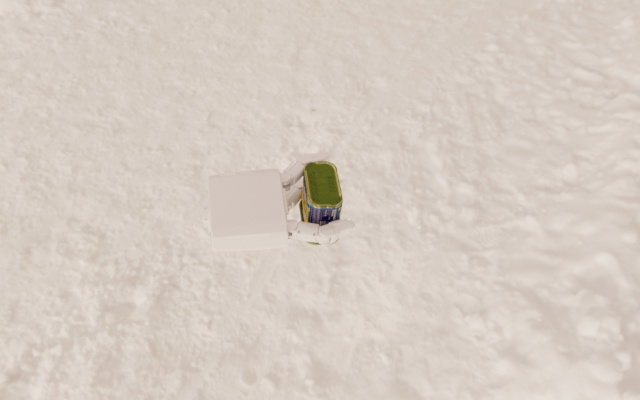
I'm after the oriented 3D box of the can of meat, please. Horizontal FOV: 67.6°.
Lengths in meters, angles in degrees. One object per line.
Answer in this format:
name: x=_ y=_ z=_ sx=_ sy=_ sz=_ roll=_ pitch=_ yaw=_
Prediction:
can of meat: x=0.000 y=0.002 z=0.729 sx=0.057 sy=0.102 sz=0.084 roll=-2 pitch=-44 yaw=-8
